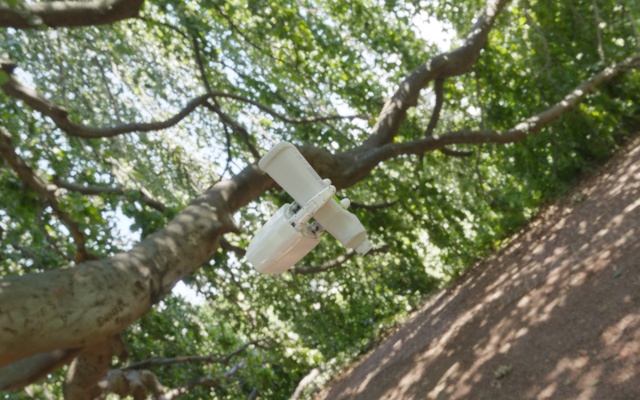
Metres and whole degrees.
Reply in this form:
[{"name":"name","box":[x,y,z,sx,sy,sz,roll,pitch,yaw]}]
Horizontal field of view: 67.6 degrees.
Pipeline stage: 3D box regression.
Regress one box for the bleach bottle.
[{"name":"bleach bottle","box":[0.000,0.003,0.882,0.068,0.251,0.102,-44,-6,12]}]
